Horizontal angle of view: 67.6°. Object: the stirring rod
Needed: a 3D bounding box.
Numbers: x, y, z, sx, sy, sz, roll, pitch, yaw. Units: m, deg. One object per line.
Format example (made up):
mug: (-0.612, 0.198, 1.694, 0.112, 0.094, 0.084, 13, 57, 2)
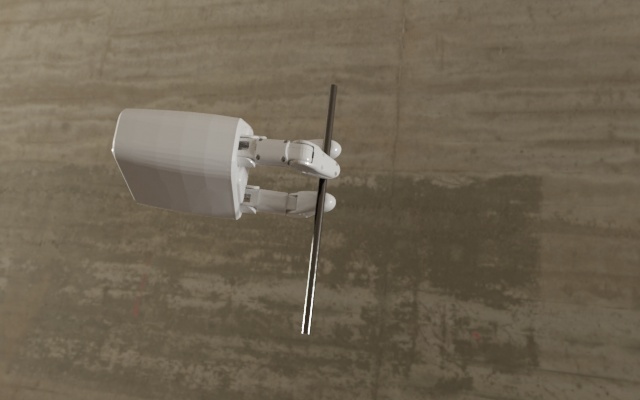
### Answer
stirring rod: (0.000, 0.002, 0.450, 0.011, 0.239, 0.011, 6, -14, 1)
